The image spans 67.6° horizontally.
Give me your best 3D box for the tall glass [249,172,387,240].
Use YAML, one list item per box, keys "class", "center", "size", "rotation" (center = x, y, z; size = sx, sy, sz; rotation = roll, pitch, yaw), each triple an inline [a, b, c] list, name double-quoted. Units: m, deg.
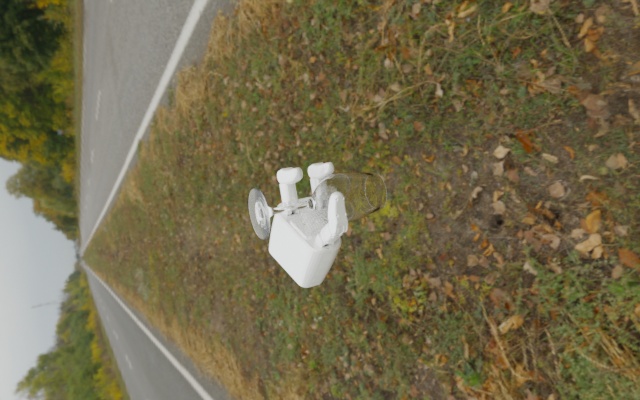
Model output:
- class: "tall glass"
  center: [0.000, 0.002, 0.712]
  size: [0.201, 0.079, 0.079]
  rotation: [-11, 5, -27]
